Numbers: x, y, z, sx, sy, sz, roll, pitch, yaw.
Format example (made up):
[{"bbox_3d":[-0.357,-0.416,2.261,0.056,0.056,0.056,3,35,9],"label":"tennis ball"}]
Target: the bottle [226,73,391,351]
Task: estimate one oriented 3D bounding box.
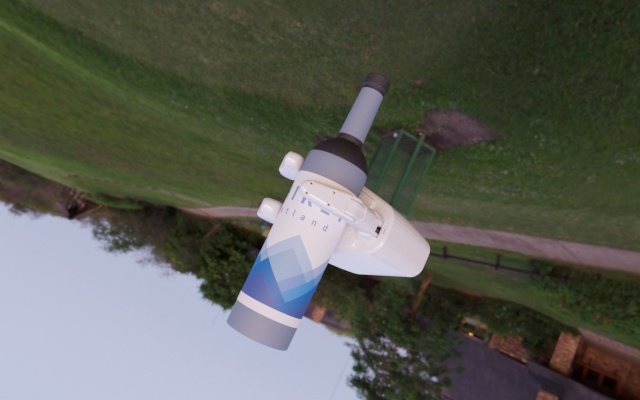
[{"bbox_3d":[0.000,0.002,0.490,0.069,0.295,0.069,25,-8,4],"label":"bottle"}]
